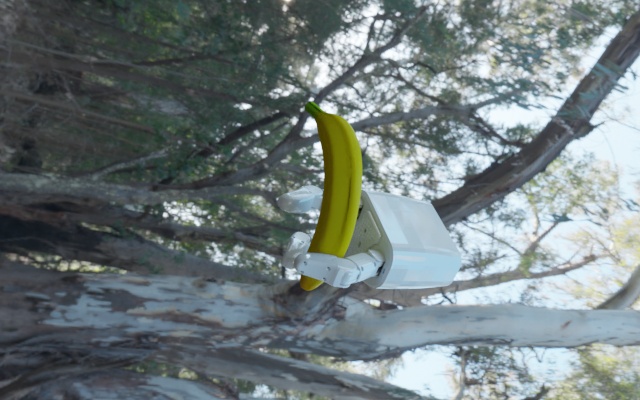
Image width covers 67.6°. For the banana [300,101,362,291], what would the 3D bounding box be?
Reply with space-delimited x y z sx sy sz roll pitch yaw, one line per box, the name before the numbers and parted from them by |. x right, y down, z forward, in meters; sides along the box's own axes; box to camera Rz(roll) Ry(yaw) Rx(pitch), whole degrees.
banana | 0.011 0.000 0.480 0.037 0.198 0.069 0 6 -35
